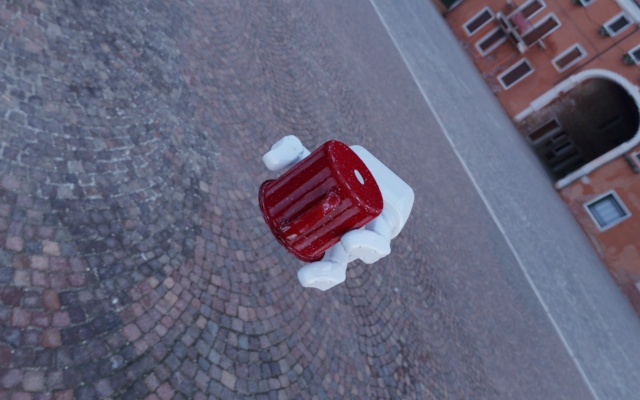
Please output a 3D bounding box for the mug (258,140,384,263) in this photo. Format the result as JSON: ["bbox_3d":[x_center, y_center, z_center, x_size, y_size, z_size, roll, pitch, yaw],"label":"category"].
[{"bbox_3d":[0.000,0.002,0.429,0.081,0.093,0.117,-35,3,24],"label":"mug"}]
